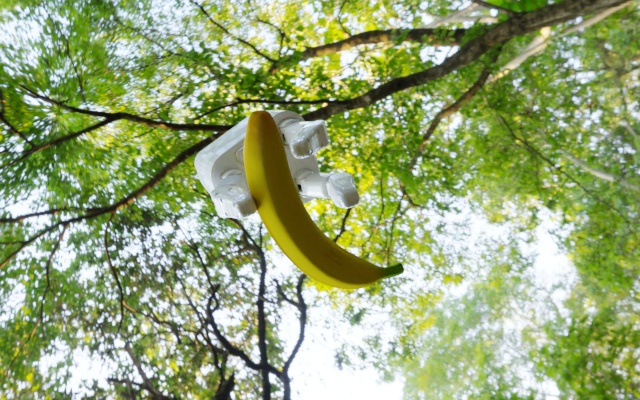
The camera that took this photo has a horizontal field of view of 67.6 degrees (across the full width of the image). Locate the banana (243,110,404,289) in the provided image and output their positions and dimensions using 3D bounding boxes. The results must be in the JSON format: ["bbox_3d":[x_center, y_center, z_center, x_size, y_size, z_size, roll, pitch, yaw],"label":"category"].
[{"bbox_3d":[-0.011,0.017,0.404,0.198,0.069,0.037,48,-8,-24],"label":"banana"}]
